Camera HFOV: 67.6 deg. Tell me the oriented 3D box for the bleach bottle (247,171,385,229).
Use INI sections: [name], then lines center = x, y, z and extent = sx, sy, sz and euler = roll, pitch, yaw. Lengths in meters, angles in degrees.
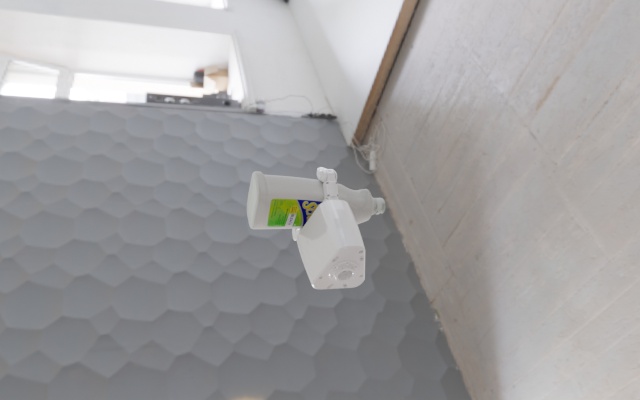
[bleach bottle]
center = 0.000, 0.003, 0.856
extent = 0.251, 0.103, 0.068
euler = 0, 41, -19
